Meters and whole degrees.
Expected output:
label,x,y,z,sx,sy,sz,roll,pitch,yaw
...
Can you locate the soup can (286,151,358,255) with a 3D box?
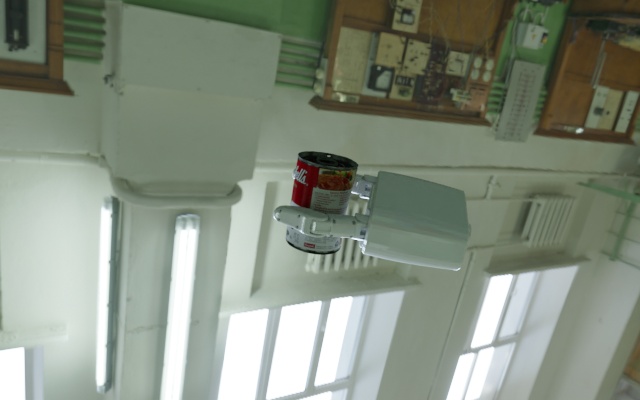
label,x,y,z,sx,sy,sz,roll,pitch,yaw
soup can,0.000,0.002,0.542,0.068,0.102,0.068,9,18,-3
